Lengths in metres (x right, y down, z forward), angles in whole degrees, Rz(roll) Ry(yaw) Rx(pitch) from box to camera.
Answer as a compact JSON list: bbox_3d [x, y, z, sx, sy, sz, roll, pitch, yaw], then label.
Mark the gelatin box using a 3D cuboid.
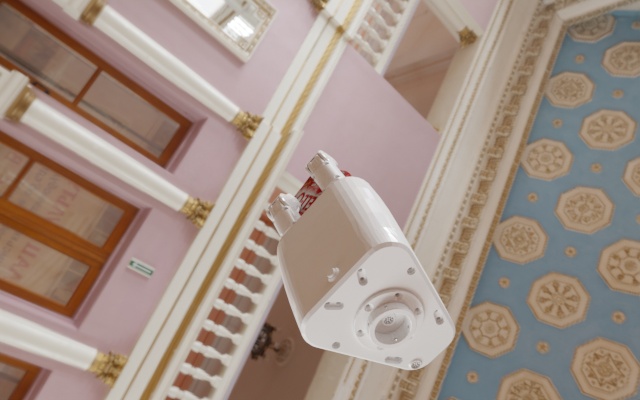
[{"bbox_3d":[0.000,0.002,0.482,0.030,0.073,0.089,38,-2,-20],"label":"gelatin box"}]
